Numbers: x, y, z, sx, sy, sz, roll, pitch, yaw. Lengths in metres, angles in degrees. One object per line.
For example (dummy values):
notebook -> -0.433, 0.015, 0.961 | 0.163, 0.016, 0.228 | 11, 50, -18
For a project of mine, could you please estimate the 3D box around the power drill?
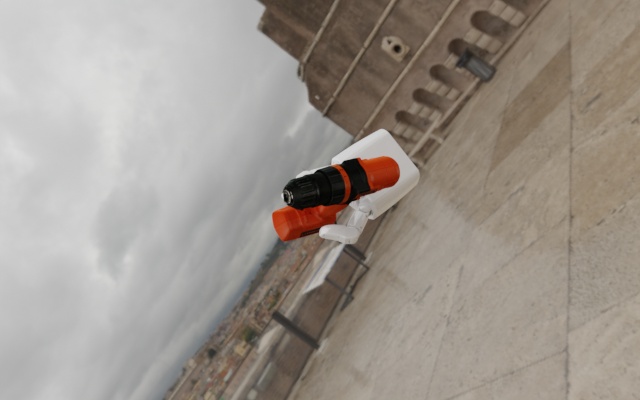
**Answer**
power drill -> 0.000, 0.002, 0.687 | 0.184, 0.057, 0.188 | -13, -13, -33
